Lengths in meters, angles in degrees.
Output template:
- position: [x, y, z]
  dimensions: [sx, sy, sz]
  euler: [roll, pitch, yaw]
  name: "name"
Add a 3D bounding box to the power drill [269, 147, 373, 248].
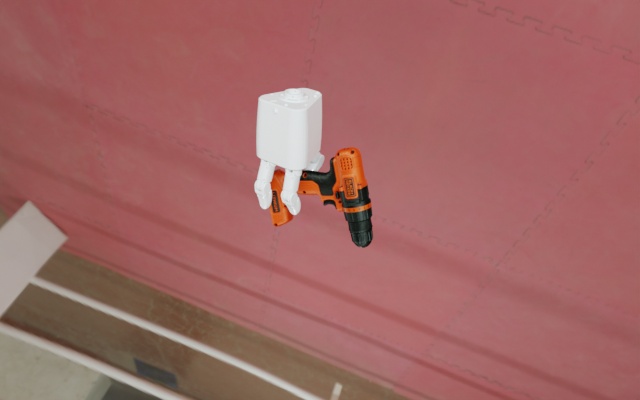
- position: [0.000, 0.003, 0.876]
  dimensions: [0.187, 0.184, 0.057]
  euler: [-6, 11, 18]
  name: "power drill"
